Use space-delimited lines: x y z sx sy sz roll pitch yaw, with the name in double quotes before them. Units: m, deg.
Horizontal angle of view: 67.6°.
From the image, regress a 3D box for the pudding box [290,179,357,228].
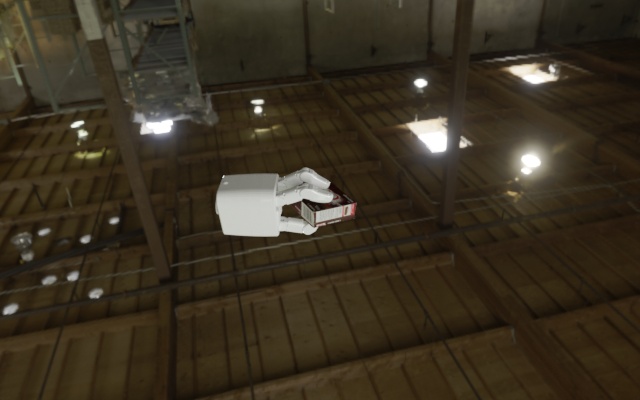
"pudding box" 0.000 0.003 0.892 0.090 0.039 0.113 -13 34 -26
